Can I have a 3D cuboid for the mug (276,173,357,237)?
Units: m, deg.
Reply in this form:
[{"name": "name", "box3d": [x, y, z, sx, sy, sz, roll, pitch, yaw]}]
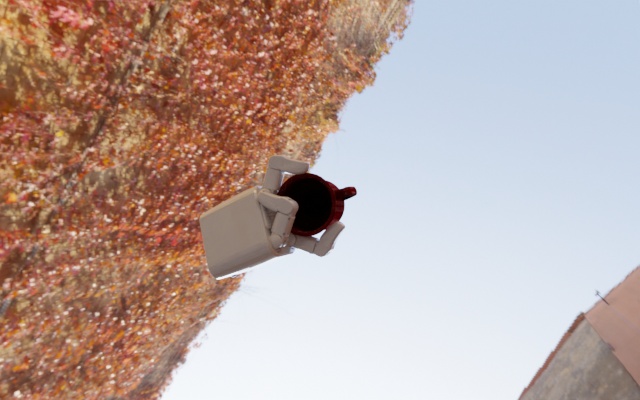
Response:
[{"name": "mug", "box3d": [0.001, 0.002, 0.726, 0.117, 0.093, 0.081, -22, -7, 16]}]
